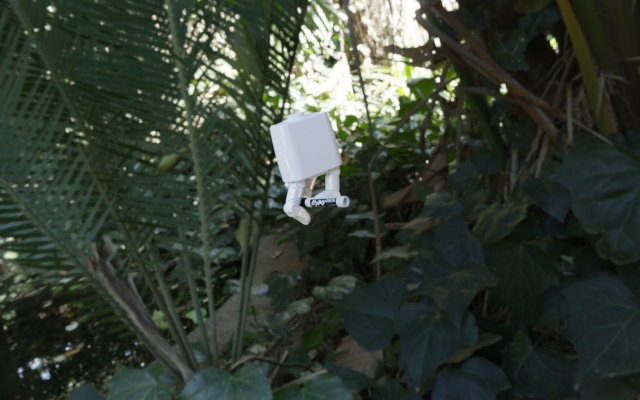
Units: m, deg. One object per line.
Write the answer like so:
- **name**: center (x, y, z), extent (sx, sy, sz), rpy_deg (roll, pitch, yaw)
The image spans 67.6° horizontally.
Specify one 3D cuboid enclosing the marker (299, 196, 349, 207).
- **marker**: center (0.000, 0.003, 0.854), extent (0.121, 0.020, 0.020), rpy_deg (-1, -1, 44)
